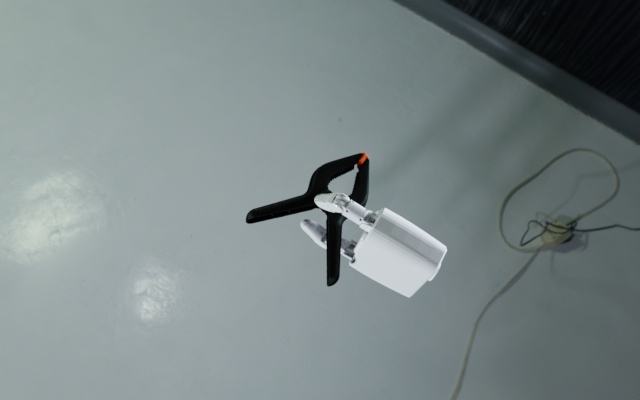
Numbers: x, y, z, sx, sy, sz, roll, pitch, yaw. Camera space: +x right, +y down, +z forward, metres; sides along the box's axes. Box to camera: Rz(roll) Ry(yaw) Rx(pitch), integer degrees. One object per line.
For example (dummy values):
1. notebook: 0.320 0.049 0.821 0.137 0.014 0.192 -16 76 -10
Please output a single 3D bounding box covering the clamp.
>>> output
1. clamp: 0.001 0.002 0.727 0.164 0.210 0.036 31 -20 3
